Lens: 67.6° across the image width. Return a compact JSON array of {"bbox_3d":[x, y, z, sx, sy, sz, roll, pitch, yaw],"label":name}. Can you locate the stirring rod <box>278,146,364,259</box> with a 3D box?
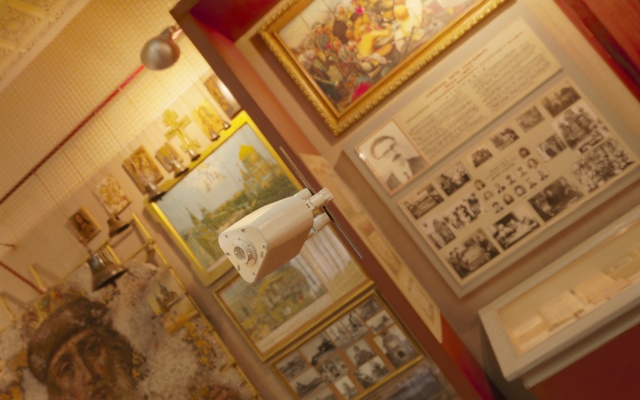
[{"bbox_3d":[0.000,0.003,0.829,0.011,0.239,0.011,-37,-5,-4],"label":"stirring rod"}]
